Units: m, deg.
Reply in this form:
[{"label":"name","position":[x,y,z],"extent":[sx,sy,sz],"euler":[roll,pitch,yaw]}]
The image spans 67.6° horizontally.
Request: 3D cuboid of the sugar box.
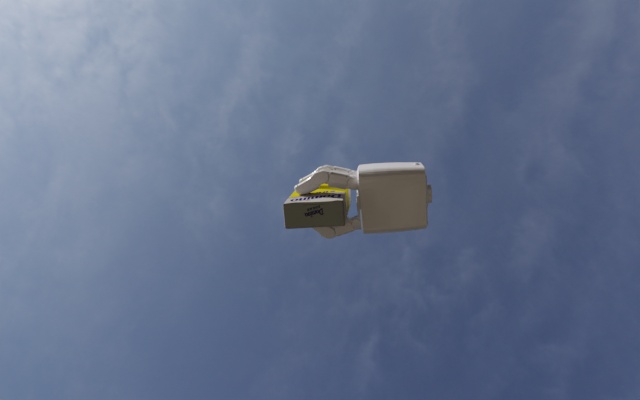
[{"label":"sugar box","position":[0.000,0.002,0.787],"extent":[0.093,0.048,0.176],"euler":[-3,9,7]}]
